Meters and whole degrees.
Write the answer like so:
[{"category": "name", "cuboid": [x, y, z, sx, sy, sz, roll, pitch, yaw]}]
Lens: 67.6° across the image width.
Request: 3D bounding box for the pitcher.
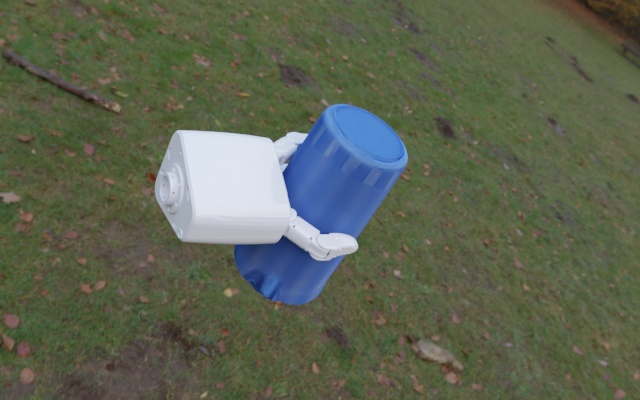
[{"category": "pitcher", "cuboid": [0.000, 0.002, 0.592, 0.145, 0.149, 0.243, 3, -45, -37]}]
